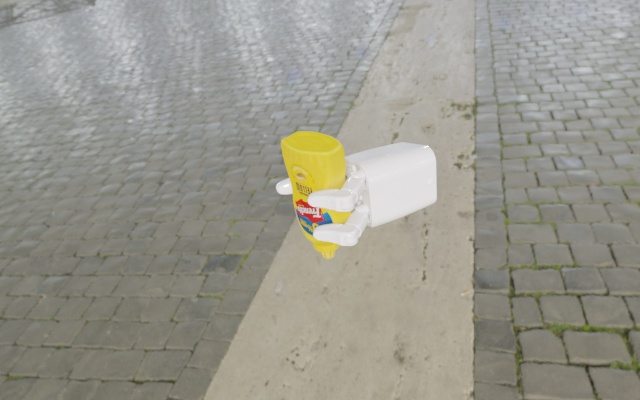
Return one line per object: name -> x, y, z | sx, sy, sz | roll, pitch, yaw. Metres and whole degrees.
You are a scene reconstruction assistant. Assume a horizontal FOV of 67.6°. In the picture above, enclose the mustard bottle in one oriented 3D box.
mustard bottle -> 0.000, 0.002, 0.674 | 0.096, 0.192, 0.058 | 21, 43, 40
